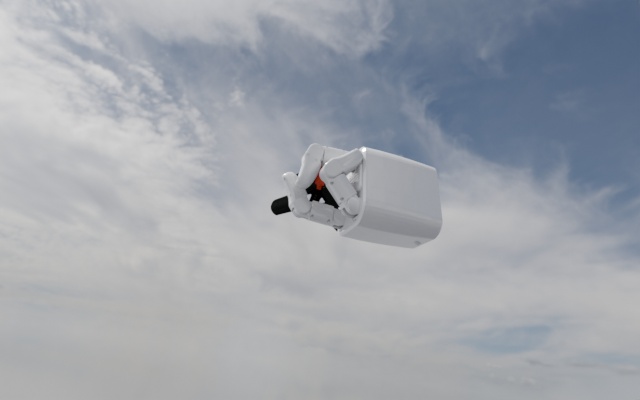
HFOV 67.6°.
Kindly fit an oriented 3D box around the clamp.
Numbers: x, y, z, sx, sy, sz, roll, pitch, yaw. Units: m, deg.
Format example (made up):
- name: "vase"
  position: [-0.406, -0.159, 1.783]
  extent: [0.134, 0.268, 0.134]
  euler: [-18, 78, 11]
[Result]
- name: "clamp"
  position: [0.000, 0.002, 0.680]
  extent: [0.120, 0.039, 0.171]
  euler: [13, -20, -12]
